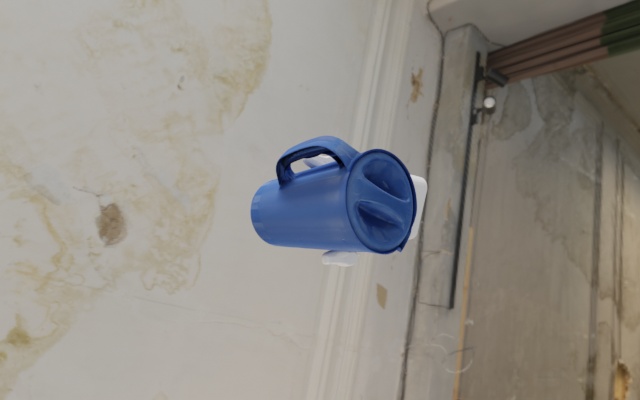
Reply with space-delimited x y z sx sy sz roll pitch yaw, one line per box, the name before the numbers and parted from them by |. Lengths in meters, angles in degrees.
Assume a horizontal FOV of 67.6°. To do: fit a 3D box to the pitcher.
pitcher | 0.000 0.002 0.681 0.145 0.149 0.243 3 -6 -41
